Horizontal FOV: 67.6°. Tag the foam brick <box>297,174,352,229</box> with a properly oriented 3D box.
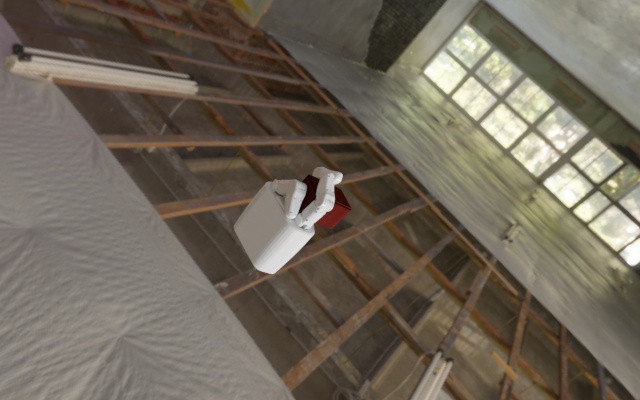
[{"bbox_3d":[0.000,0.003,0.780,0.078,0.051,0.053,24,29,-37],"label":"foam brick"}]
